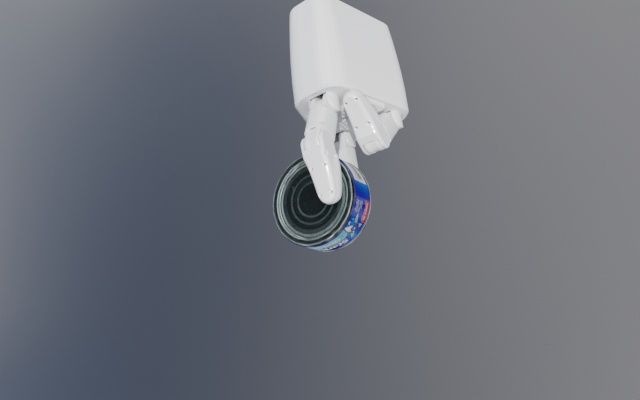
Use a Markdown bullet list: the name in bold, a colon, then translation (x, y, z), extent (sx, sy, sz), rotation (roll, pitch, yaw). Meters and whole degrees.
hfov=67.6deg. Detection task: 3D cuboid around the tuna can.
- **tuna can**: translation (0.000, 0.001, 0.425), extent (0.086, 0.086, 0.034), rotation (0, -11, 33)
